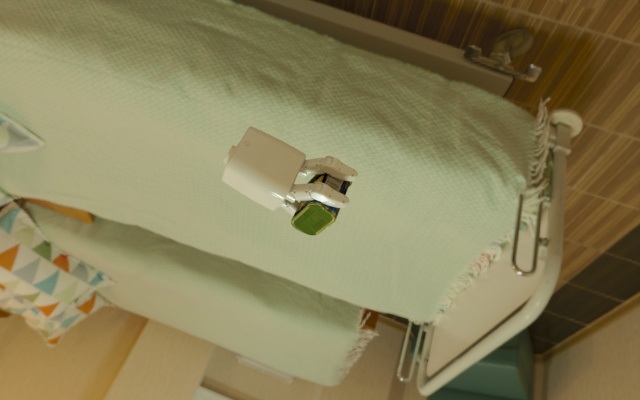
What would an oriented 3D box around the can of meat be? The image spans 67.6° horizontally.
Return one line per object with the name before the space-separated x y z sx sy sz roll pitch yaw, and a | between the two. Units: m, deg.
can of meat | 0.000 0.003 0.798 0.057 0.084 0.102 32 -36 -12
